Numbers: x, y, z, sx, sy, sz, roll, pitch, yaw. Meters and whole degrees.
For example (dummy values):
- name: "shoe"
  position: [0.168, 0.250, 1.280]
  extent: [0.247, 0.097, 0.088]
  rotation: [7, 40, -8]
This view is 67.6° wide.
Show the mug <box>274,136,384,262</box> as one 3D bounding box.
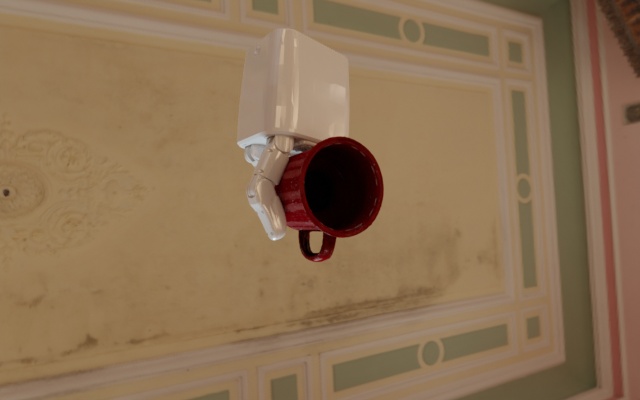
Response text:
- name: "mug"
  position: [0.000, 0.003, 0.468]
  extent: [0.093, 0.117, 0.081]
  rotation: [7, -7, -31]
